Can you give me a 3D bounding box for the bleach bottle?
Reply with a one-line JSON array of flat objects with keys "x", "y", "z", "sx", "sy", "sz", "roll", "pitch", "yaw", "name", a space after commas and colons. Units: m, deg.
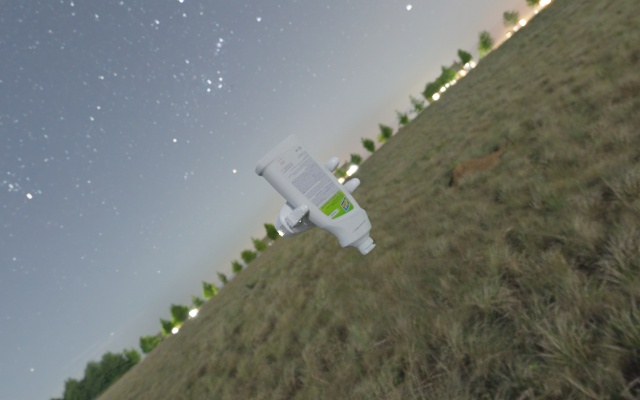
[{"x": 0.000, "y": 0.003, "z": 0.871, "sx": 0.102, "sy": 0.251, "sz": 0.068, "roll": -42, "pitch": -1, "yaw": -17, "name": "bleach bottle"}]
